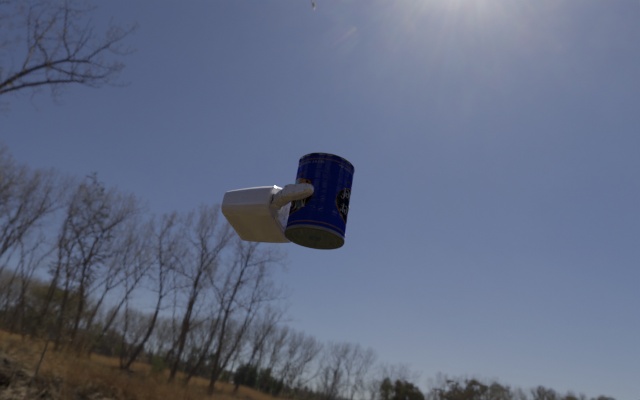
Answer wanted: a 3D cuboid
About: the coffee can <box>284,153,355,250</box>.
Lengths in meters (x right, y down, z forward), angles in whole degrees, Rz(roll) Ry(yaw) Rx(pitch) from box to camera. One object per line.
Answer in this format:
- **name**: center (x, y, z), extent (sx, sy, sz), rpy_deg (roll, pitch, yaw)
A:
- **coffee can**: center (0.000, 0.003, 0.830), extent (0.103, 0.140, 0.103), rpy_deg (8, -23, 4)
